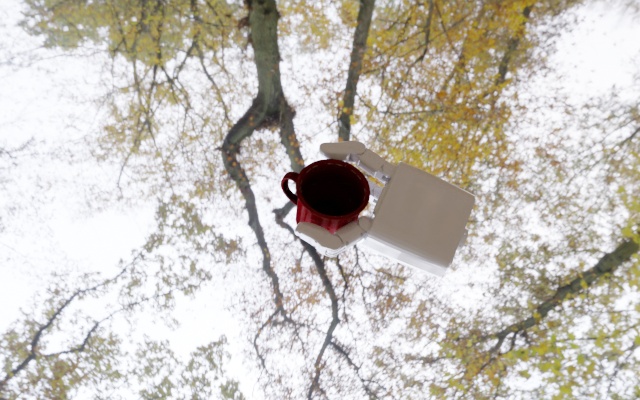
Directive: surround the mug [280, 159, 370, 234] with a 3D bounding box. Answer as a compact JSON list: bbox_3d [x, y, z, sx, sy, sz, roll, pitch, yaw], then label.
[{"bbox_3d":[-0.001,0.002,0.620,0.117,0.093,0.082,25,-34,9],"label":"mug"}]
